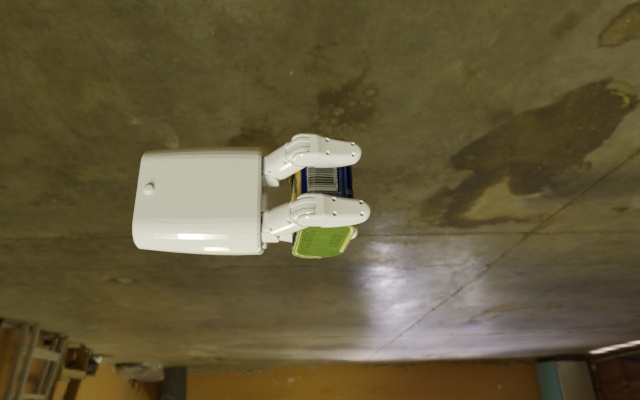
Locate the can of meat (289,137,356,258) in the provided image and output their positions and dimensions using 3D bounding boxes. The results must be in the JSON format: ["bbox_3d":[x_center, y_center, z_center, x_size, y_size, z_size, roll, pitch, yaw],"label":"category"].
[{"bbox_3d":[0.000,0.002,0.458,0.057,0.084,0.102,1,-25,-7],"label":"can of meat"}]
